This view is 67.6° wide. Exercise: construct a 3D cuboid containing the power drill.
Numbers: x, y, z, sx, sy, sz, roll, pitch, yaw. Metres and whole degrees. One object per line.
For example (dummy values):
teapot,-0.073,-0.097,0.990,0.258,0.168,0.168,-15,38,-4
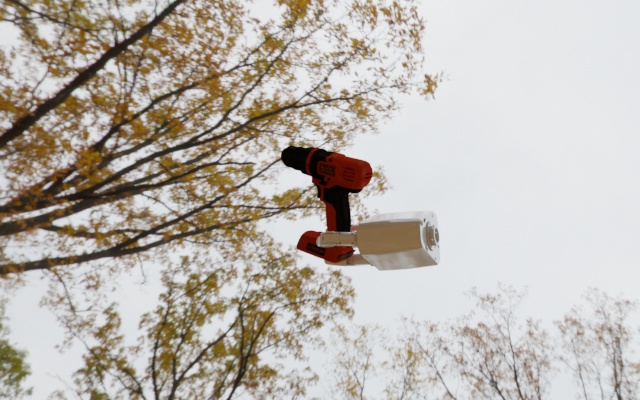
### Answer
power drill,0.000,0.003,0.835,0.184,0.188,0.057,17,23,37
